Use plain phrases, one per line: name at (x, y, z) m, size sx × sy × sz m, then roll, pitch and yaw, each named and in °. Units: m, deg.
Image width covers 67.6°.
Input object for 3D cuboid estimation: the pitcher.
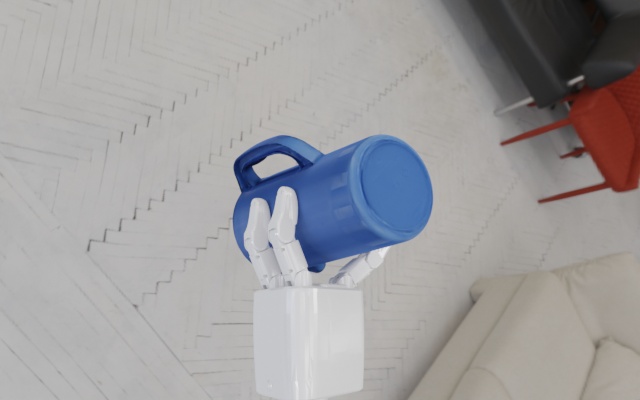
pitcher at (0.000, 0.002, 0.547) m, size 0.149 × 0.145 × 0.243 m, roll 10°, pitch -18°, yaw -32°
